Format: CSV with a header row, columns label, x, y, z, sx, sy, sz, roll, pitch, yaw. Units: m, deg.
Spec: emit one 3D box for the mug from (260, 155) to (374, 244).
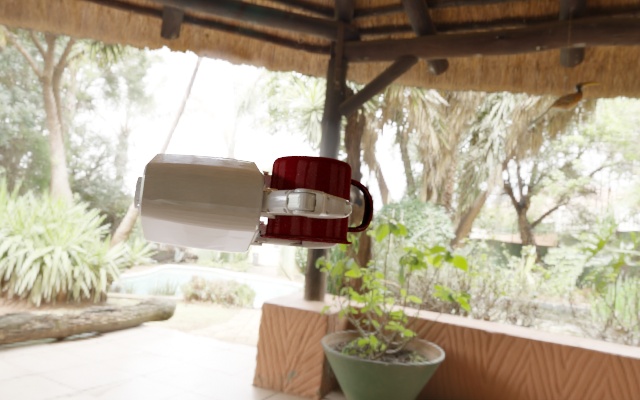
label,x,y,z,sx,sy,sz,roll,pitch,yaw
mug,0.002,0.002,0.488,0.117,0.081,0.093,6,-5,-15
